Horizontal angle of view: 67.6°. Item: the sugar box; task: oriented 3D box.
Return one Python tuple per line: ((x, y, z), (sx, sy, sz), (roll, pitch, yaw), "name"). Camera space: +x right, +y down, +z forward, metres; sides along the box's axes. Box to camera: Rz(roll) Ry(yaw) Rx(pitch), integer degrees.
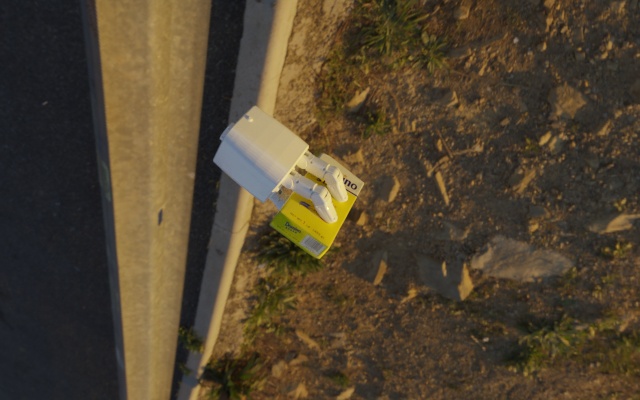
((0.000, 0.002, 0.767), (0.093, 0.176, 0.048), (37, -45, -5), "sugar box")
